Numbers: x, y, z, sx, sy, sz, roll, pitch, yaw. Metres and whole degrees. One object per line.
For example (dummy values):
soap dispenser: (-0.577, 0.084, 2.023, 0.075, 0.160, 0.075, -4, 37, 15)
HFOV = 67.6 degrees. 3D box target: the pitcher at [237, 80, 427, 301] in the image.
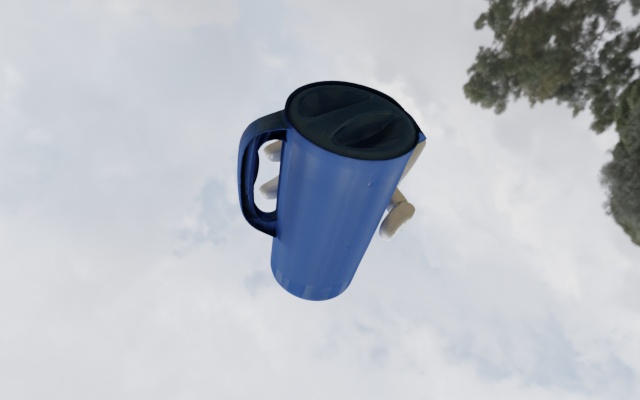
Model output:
pitcher: (0.000, 0.002, 0.530, 0.149, 0.243, 0.145, 28, 43, 15)
